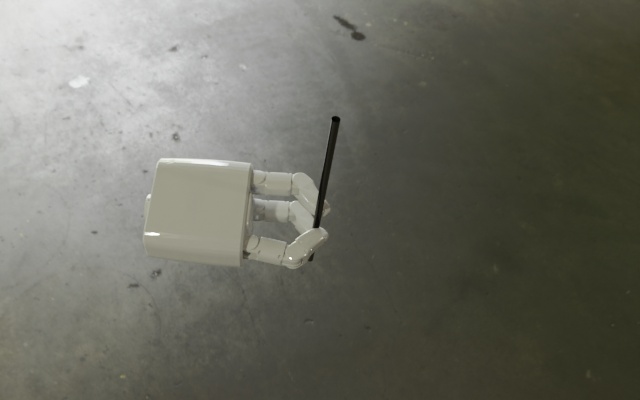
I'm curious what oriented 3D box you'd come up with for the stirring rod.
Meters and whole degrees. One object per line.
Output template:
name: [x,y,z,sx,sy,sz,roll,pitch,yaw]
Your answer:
stirring rod: [0.000,0.002,0.509,0.011,0.011,0.240,0,-37,-8]
